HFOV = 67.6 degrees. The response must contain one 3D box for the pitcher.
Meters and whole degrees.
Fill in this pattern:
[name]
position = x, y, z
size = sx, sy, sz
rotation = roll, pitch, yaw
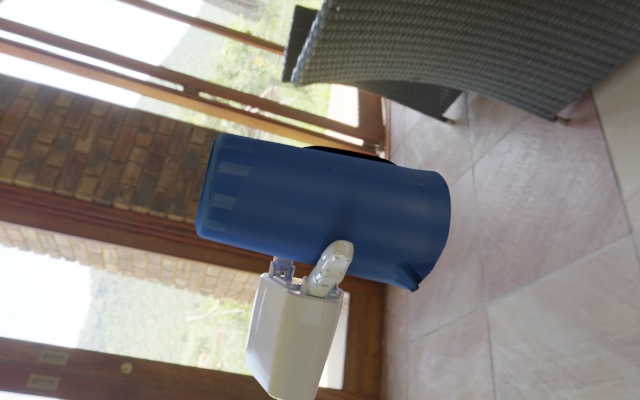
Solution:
[pitcher]
position = 0.000, 0.002, 0.508
size = 0.243, 0.145, 0.149
rotation = 13, -2, -12
